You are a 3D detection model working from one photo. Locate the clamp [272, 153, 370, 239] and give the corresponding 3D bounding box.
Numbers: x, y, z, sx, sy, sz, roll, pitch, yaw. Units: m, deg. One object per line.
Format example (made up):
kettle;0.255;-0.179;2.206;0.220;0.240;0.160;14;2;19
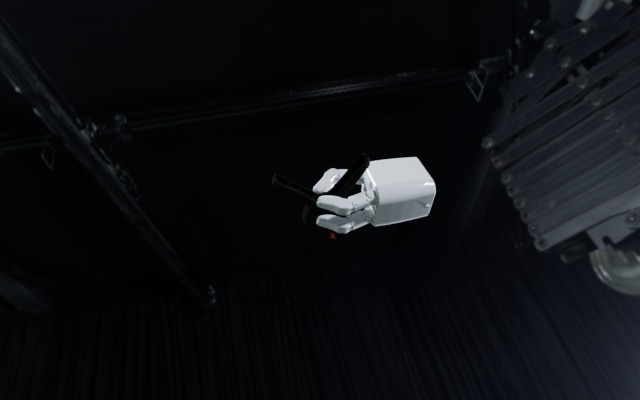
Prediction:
clamp;0.000;0.002;0.853;0.164;0.036;0.210;-8;-37;-7
